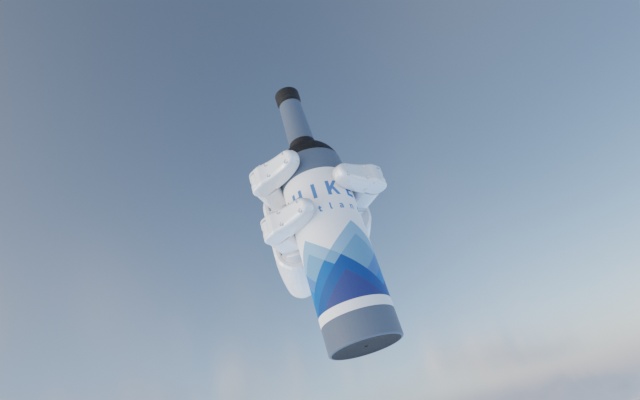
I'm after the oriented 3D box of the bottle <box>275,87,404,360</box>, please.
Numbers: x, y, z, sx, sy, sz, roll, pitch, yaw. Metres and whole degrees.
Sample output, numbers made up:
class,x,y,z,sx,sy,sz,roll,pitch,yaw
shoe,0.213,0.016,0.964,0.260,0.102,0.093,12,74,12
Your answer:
class,x,y,z,sx,sy,sz,roll,pitch,yaw
bottle,0.000,0.002,0.474,0.069,0.295,0.069,-13,-30,-8
